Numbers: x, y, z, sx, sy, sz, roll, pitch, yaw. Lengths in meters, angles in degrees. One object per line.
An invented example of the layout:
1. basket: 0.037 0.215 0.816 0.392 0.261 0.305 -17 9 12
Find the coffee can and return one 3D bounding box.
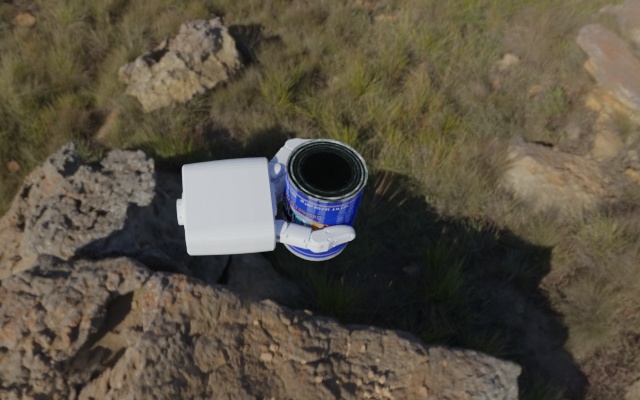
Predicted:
1. coffee can: 0.000 0.002 0.642 0.103 0.102 0.140 0 -37 -9
